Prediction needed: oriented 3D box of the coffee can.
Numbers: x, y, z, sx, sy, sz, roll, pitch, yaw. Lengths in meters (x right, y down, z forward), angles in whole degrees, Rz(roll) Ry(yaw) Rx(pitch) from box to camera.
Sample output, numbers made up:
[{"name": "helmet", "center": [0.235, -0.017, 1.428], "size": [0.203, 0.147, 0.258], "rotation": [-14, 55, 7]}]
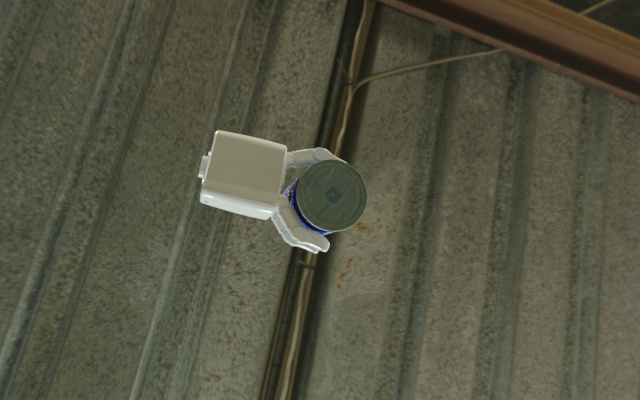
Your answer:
[{"name": "coffee can", "center": [0.000, 0.002, 0.733], "size": [0.103, 0.103, 0.140], "rotation": [0, -9, -15]}]
